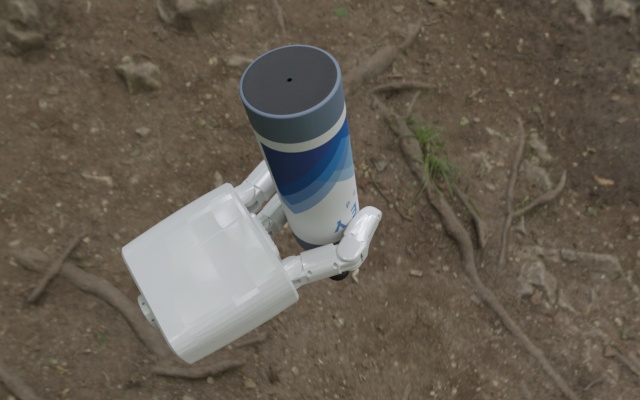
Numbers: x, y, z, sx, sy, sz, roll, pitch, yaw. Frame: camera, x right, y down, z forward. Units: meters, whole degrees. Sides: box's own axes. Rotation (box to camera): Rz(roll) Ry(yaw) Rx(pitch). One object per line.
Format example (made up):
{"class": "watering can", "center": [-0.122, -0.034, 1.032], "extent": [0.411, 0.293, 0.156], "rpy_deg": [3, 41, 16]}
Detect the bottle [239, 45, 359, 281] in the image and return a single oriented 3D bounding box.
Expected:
{"class": "bottle", "center": [0.000, 0.001, 0.427], "extent": [0.069, 0.069, 0.296], "rpy_deg": [0, -32, 9]}
